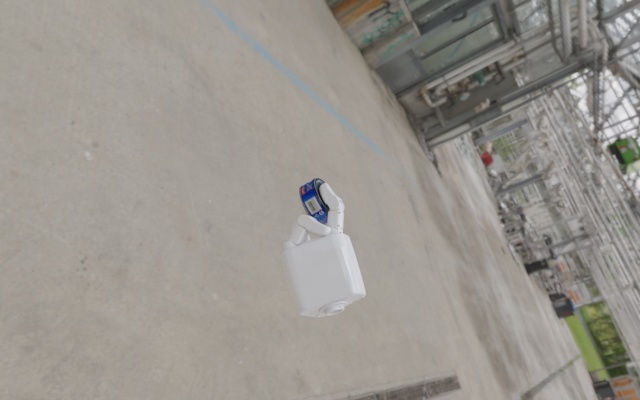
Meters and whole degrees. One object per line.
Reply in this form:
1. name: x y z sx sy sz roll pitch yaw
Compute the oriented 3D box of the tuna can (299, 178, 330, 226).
1. tuna can: 0.001 0.002 0.858 0.034 0.086 0.086 -30 -11 20
